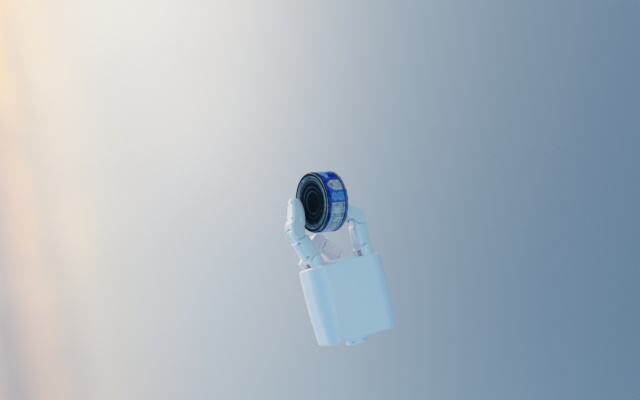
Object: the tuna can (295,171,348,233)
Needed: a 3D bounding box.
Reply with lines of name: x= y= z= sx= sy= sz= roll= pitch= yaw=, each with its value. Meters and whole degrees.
tuna can: x=0.000 y=0.002 z=0.664 sx=0.034 sy=0.086 sz=0.086 roll=-4 pitch=2 yaw=-34
